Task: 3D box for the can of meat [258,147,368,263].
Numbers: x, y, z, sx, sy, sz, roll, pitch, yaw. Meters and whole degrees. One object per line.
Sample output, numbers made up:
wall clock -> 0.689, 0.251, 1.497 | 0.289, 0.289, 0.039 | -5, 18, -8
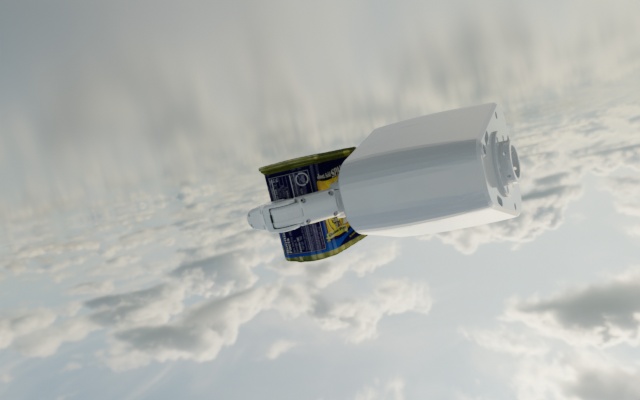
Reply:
can of meat -> 0.000, 0.002, 0.424 | 0.057, 0.084, 0.102 | -11, 5, 31
